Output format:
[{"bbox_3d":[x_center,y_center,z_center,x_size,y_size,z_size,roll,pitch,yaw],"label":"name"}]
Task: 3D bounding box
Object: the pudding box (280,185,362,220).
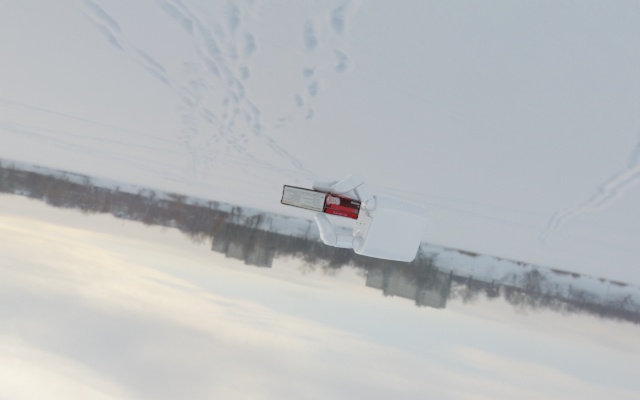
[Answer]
[{"bbox_3d":[0.000,0.003,0.829,0.113,0.039,0.090,9,-4,45],"label":"pudding box"}]
